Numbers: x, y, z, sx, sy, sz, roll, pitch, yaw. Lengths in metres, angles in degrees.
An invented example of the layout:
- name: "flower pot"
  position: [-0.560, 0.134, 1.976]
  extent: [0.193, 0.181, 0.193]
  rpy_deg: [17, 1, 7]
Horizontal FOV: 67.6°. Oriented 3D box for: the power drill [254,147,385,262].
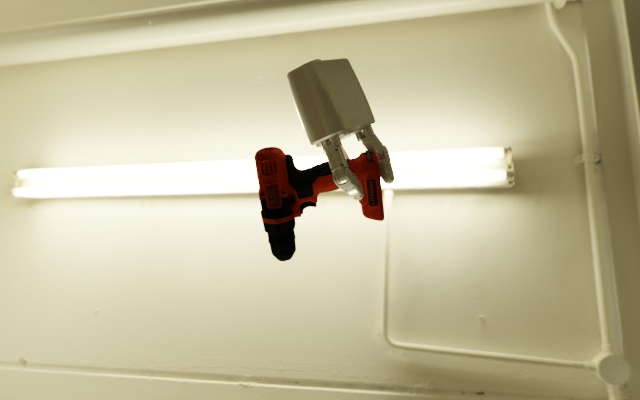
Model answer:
- name: "power drill"
  position: [0.001, 0.002, 0.726]
  extent: [0.187, 0.184, 0.057]
  rpy_deg: [-7, 22, 2]
